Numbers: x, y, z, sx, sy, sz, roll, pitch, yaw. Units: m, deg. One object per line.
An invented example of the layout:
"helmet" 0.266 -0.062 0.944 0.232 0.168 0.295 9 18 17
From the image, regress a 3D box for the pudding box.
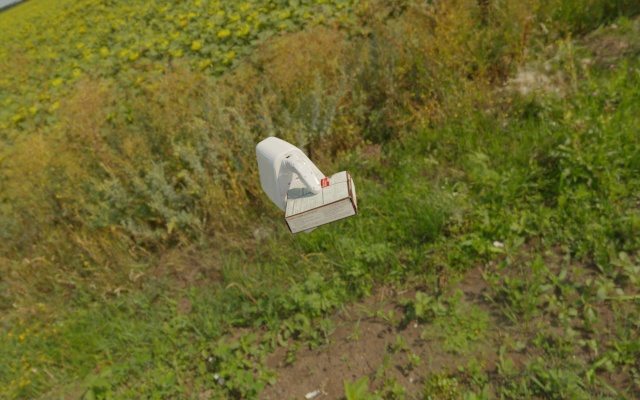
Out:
"pudding box" 0.000 0.002 0.772 0.113 0.039 0.090 -19 30 11
